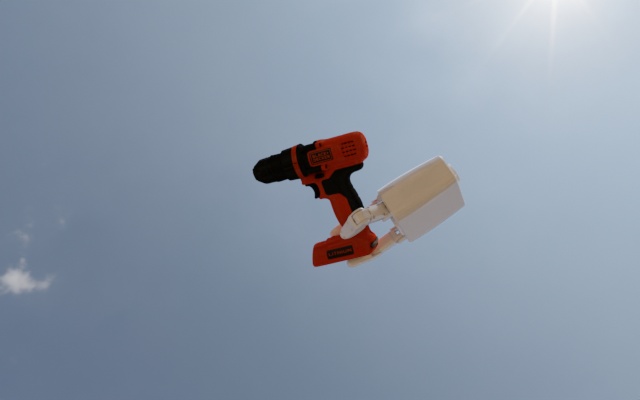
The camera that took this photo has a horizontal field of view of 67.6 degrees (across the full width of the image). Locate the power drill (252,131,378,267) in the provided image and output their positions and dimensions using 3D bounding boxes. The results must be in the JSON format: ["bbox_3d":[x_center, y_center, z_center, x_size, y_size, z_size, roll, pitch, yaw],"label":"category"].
[{"bbox_3d":[0.001,0.003,0.730,0.184,0.187,0.057,-14,7,18],"label":"power drill"}]
